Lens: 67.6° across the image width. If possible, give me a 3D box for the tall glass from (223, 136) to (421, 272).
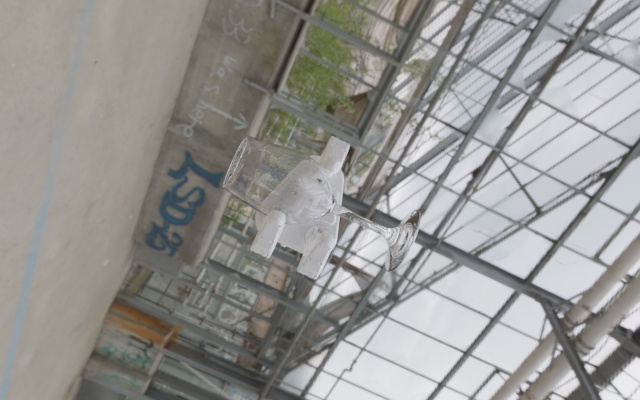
[{"bbox_3d":[0.001,0.002,0.511,0.201,0.079,0.079,25,-3,-5],"label":"tall glass"}]
